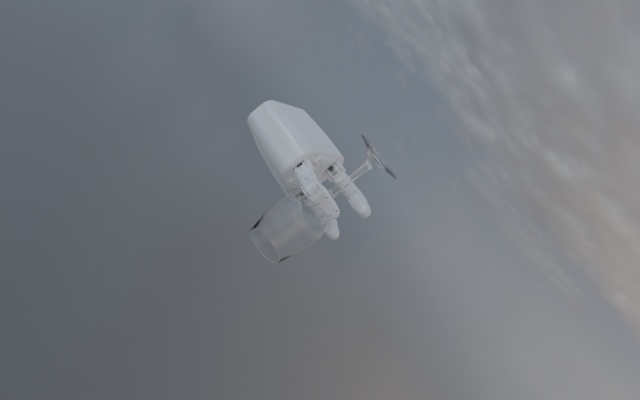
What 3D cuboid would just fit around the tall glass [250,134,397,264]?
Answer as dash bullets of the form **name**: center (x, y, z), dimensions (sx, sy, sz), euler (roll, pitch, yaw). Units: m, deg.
- **tall glass**: center (0.001, 0.002, 0.644), dimensions (0.201, 0.079, 0.079), euler (-38, -6, 7)
